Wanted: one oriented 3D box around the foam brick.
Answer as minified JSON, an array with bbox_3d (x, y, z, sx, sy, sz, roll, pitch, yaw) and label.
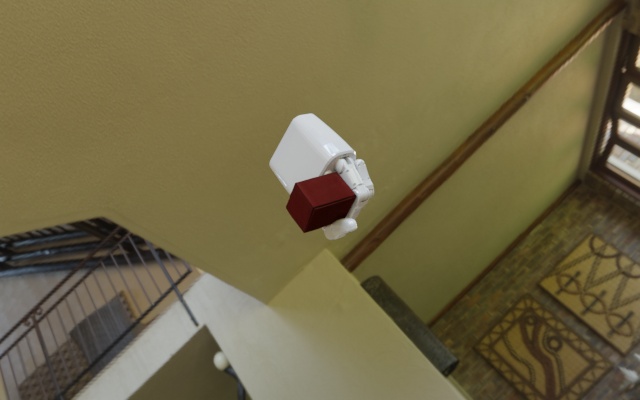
[{"bbox_3d":[0.000,0.002,0.669,0.078,0.051,0.053,-17,-34,-36],"label":"foam brick"}]
